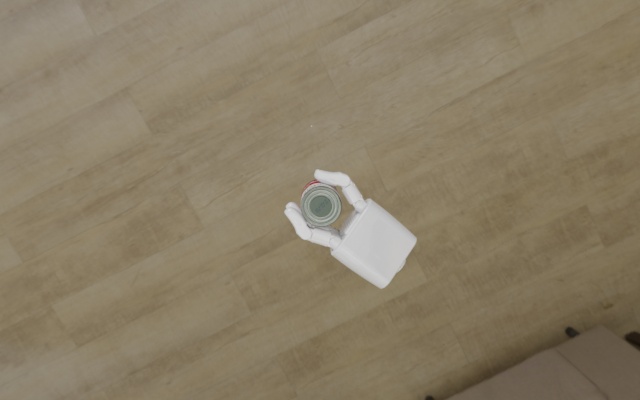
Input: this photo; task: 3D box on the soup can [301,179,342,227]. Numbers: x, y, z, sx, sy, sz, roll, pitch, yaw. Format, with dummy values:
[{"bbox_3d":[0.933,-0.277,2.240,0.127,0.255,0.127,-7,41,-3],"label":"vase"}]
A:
[{"bbox_3d":[0.000,0.002,0.808,0.068,0.068,0.102,0,9,-1],"label":"soup can"}]
